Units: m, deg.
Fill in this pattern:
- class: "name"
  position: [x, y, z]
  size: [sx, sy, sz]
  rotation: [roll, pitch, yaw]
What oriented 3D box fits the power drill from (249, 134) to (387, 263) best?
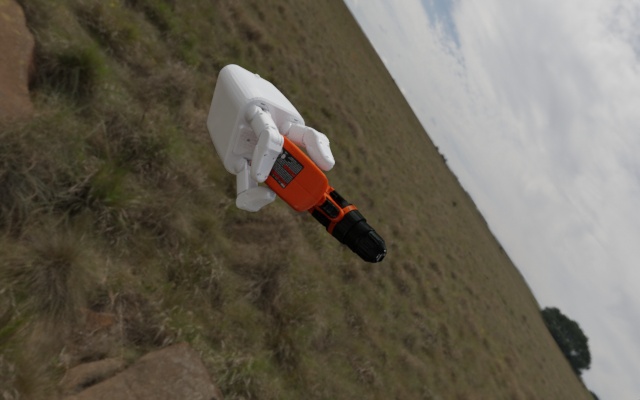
- class: "power drill"
  position: [0.000, 0.002, 0.622]
  size: [0.184, 0.057, 0.188]
  rotation: [42, -1, 27]
